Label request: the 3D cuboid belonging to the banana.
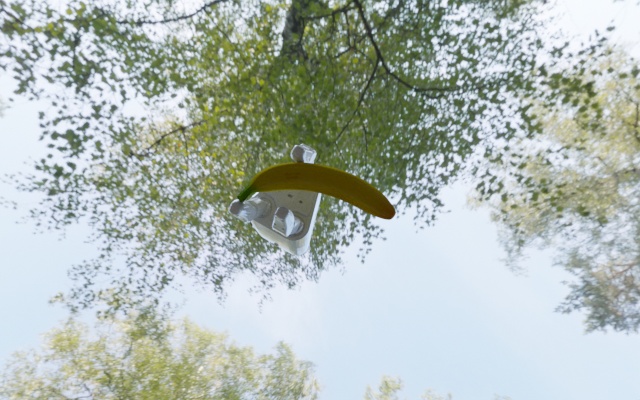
[{"bbox_3d":[-0.001,-0.015,0.611,0.198,0.069,0.037,6,-24,1],"label":"banana"}]
